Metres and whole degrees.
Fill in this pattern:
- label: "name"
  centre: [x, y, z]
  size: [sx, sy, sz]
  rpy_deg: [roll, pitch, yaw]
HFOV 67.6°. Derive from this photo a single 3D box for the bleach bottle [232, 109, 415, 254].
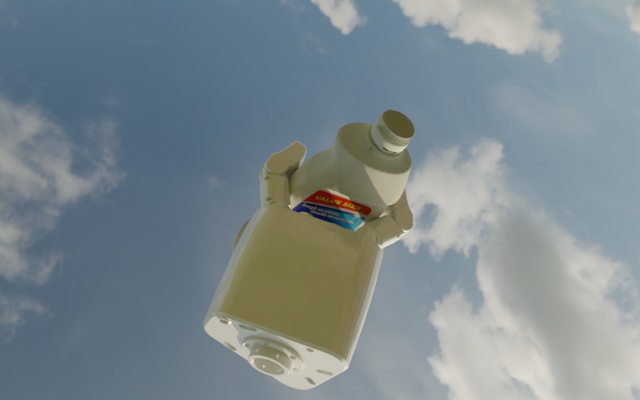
- label: "bleach bottle"
  centre: [0.000, 0.002, 0.457]
  size: [0.102, 0.068, 0.251]
  rpy_deg: [30, -41, -8]
